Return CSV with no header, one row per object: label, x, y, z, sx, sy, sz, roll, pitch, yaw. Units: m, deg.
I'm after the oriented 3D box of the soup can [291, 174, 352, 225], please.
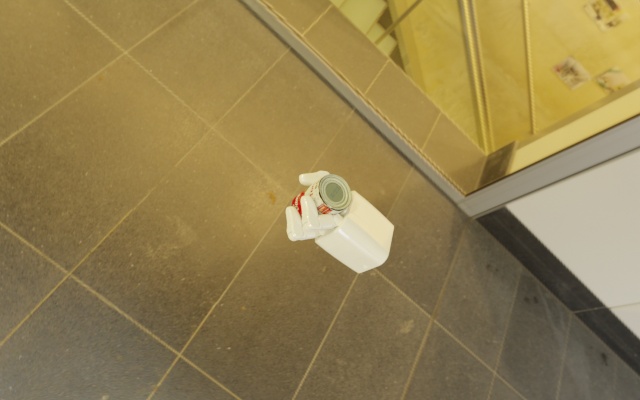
soup can,0.000,0.002,0.841,0.068,0.068,0.102,0,-20,-33
